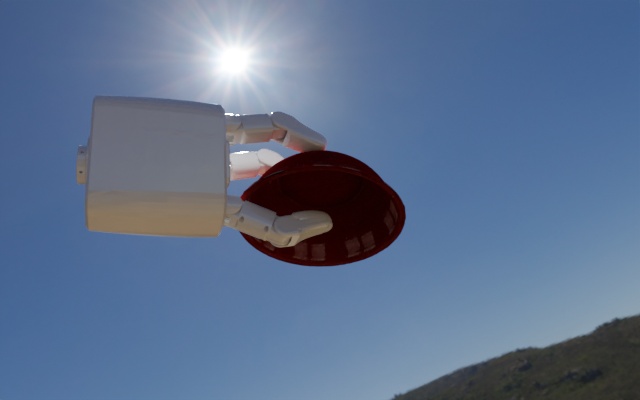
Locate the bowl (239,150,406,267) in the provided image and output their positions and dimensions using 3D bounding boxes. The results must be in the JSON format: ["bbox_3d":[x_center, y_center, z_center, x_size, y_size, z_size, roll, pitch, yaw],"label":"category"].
[{"bbox_3d":[0.001,0.002,0.470,0.162,0.055,0.162,0,-39,0],"label":"bowl"}]
